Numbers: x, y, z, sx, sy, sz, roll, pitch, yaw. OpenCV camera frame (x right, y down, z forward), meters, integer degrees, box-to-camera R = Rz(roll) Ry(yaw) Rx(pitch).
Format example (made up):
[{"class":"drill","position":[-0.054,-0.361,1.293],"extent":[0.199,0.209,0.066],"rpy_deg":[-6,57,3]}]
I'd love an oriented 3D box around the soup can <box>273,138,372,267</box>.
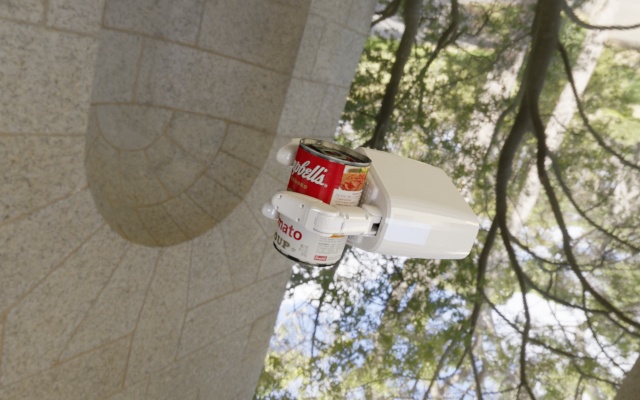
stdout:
[{"class":"soup can","position":[0.000,0.002,0.442],"extent":[0.068,0.102,0.068],"rpy_deg":[15,17,-5]}]
